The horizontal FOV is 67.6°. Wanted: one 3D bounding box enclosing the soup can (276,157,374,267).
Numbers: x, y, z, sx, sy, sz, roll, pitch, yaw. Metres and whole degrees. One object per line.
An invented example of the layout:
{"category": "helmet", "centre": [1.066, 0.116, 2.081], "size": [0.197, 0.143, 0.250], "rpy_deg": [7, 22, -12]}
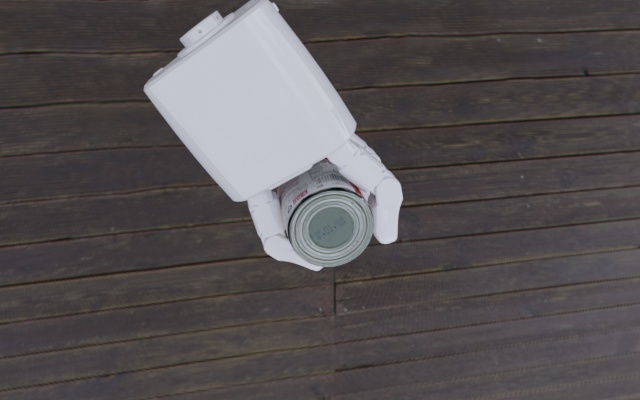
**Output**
{"category": "soup can", "centre": [0.000, 0.002, 0.401], "size": [0.068, 0.068, 0.102], "rpy_deg": [0, 24, -11]}
